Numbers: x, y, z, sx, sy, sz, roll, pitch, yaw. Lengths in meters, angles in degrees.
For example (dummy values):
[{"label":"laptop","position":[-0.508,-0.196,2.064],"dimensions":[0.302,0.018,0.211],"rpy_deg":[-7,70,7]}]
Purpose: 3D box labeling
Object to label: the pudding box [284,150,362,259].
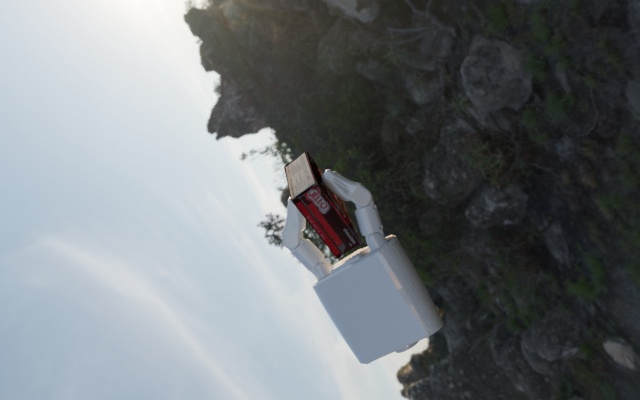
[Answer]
[{"label":"pudding box","position":[0.000,0.002,0.547],"dimensions":[0.039,0.090,0.113],"rpy_deg":[-34,24,4]}]
